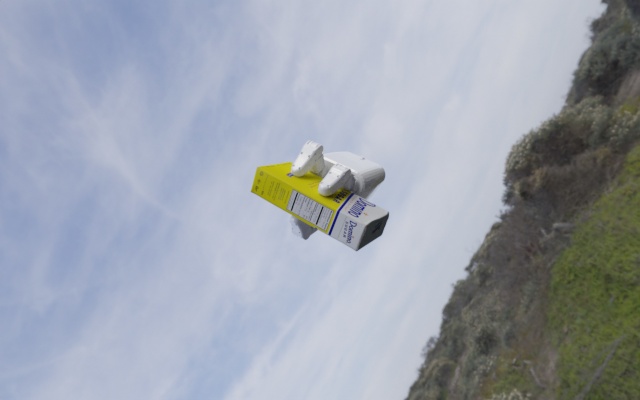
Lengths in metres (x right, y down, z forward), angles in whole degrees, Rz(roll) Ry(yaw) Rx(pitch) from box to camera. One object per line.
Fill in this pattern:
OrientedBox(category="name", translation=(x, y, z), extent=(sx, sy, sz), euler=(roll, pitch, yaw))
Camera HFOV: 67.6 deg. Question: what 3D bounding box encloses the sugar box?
OrientedBox(category="sugar box", translation=(0.000, 0.002, 0.660), extent=(0.176, 0.048, 0.093), euler=(25, 20, 21))
